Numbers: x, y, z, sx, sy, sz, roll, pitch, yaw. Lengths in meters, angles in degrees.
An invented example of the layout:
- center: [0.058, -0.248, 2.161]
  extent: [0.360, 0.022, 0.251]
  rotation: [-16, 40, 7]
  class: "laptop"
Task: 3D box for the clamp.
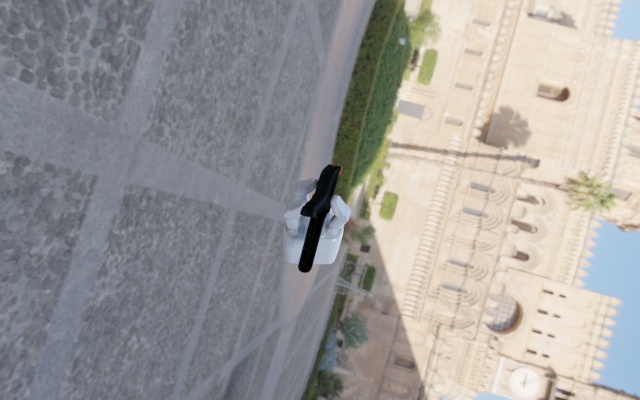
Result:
- center: [0.001, 0.003, 0.844]
  extent: [0.036, 0.209, 0.165]
  rotation: [14, -35, 7]
  class: "clamp"
